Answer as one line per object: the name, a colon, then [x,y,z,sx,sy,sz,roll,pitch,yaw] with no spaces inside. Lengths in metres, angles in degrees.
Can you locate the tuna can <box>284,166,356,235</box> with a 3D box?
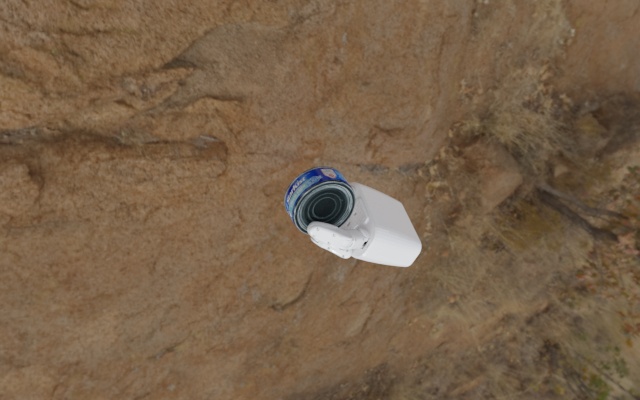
tuna can: [0.000,0.002,0.598,0.086,0.086,0.033,0,34,-27]
